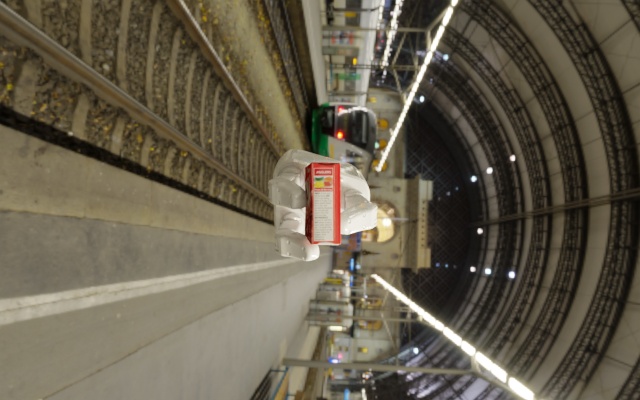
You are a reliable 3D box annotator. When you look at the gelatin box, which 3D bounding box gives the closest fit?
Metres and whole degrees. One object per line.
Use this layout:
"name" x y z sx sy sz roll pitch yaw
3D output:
"gelatin box" 0.001 0.002 0.461 0.030 0.073 0.089 0 2 -6
